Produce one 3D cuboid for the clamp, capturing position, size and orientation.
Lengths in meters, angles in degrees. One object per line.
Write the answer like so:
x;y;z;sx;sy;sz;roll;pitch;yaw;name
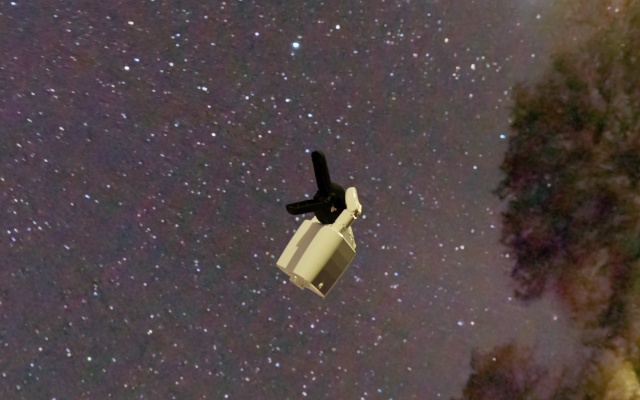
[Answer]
0.000;0.003;0.864;0.039;0.120;0.172;23;-19;39;clamp
